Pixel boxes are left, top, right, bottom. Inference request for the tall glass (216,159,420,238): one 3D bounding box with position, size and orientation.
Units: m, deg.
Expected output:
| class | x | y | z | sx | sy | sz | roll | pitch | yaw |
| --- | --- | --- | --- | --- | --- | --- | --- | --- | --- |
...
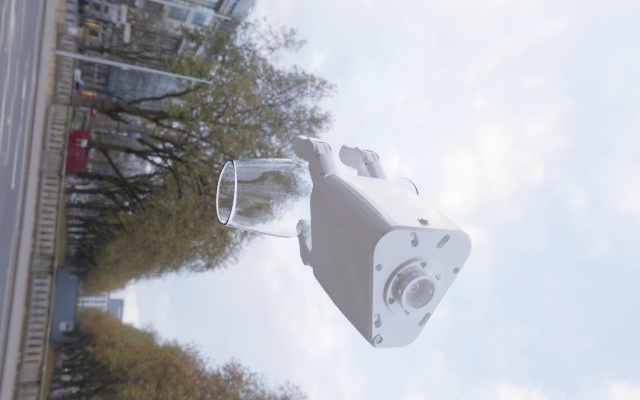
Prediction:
| class | x | y | z | sx | sy | sz | roll | pitch | yaw |
| --- | --- | --- | --- | --- | --- | --- | --- | --- | --- |
| tall glass | 0.001 | 0.002 | 0.488 | 0.201 | 0.079 | 0.079 | 6 | -3 | -26 |
